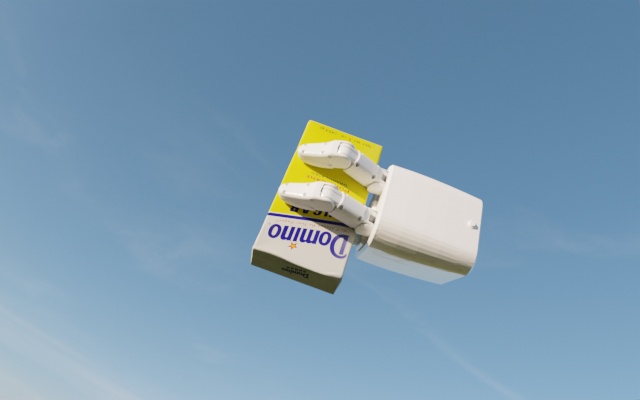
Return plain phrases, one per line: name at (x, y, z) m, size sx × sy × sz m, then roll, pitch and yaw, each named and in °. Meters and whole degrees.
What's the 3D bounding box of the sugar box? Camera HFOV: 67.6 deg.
sugar box at (0.000, 0.001, 0.512) m, size 0.093 × 0.176 × 0.048 m, roll 19°, pitch -35°, yaw 1°
